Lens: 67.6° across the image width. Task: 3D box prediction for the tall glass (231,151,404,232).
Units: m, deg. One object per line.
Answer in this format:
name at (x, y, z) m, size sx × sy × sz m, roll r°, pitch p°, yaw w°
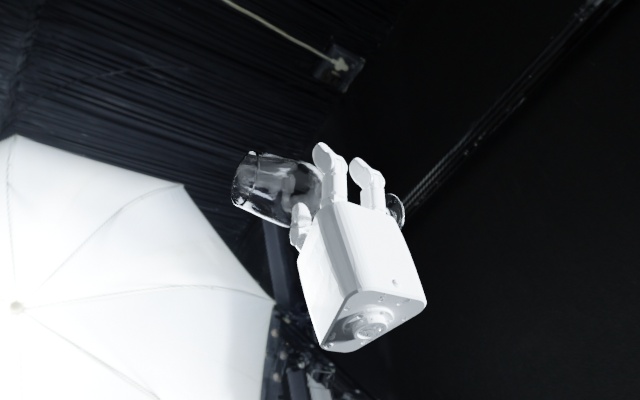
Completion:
tall glass at (0.001, 0.002, 0.558) m, size 0.201 × 0.079 × 0.079 m, roll 18°, pitch -9°, yaw -31°
